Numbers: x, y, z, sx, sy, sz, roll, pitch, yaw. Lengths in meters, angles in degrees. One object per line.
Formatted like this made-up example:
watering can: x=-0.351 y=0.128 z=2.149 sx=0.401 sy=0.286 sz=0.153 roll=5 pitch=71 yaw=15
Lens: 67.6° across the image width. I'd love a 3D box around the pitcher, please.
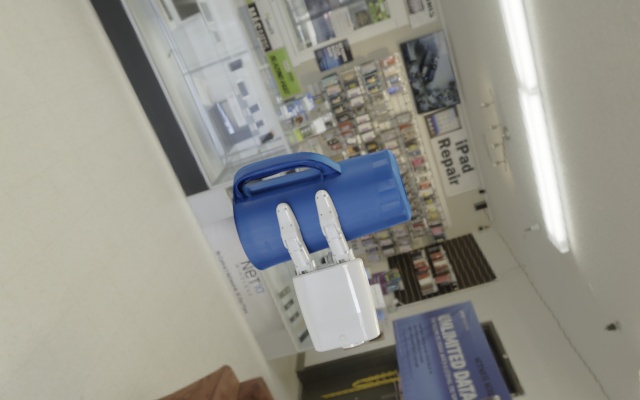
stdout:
pitcher: x=0.000 y=0.002 z=0.695 sx=0.243 sy=0.145 sz=0.149 roll=-17 pitch=-5 yaw=10
